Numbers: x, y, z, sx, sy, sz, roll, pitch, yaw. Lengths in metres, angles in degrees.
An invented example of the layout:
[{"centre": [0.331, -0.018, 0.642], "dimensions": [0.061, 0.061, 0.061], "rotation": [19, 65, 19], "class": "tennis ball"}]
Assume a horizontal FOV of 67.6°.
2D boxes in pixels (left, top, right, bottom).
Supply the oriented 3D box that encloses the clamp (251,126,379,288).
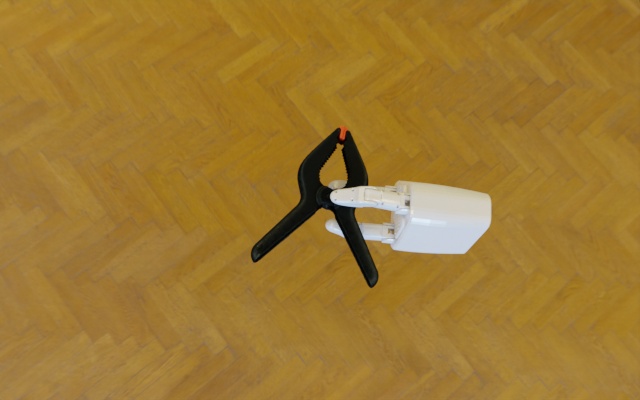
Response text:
[{"centre": [0.000, 0.001, 0.626], "dimensions": [0.164, 0.210, 0.036], "rotation": [6, -13, -4], "class": "clamp"}]
